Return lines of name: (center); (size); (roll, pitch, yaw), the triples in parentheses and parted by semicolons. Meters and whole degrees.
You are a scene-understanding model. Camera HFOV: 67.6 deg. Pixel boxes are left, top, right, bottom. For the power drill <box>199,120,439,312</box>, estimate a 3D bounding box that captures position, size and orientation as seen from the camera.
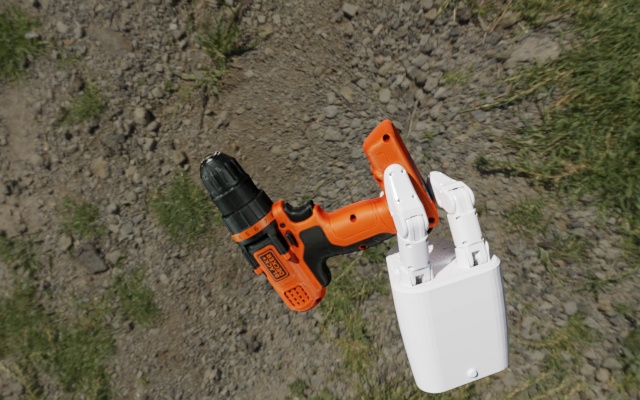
power drill: (0.001, 0.002, 0.452); (0.188, 0.184, 0.057); (-28, 18, 18)
